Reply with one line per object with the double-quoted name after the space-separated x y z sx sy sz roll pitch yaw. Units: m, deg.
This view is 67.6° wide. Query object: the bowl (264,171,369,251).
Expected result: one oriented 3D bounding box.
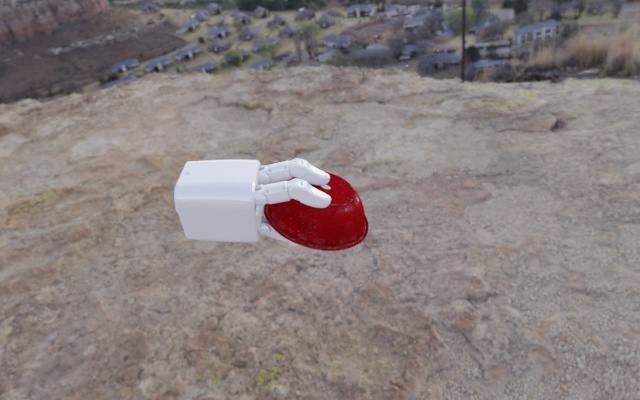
0.001 0.002 0.706 0.162 0.055 0.162 11 32 -7 "bowl"
